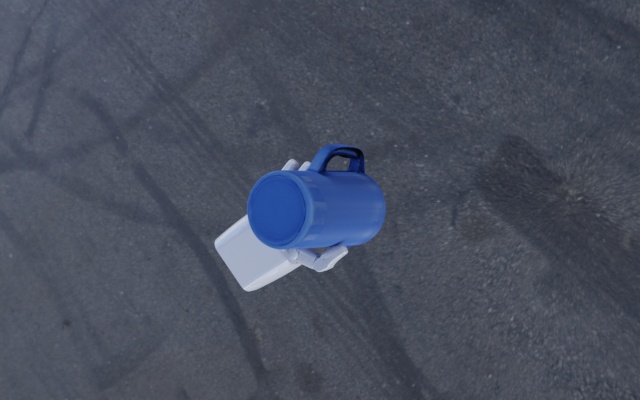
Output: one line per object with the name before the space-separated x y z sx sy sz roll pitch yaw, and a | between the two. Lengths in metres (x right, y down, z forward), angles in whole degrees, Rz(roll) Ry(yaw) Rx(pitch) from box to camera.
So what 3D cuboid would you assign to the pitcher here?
pitcher | 0.000 0.003 0.740 0.145 0.149 0.243 -33 -15 24
